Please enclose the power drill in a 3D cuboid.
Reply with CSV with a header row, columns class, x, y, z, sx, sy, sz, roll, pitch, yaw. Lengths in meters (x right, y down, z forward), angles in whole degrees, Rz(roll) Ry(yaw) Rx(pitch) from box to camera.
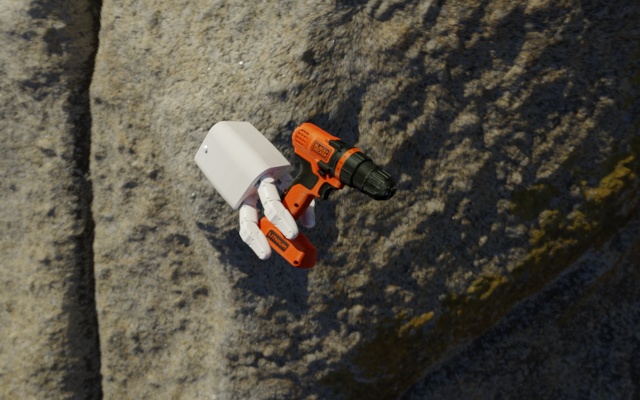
class,x,y,z,sx,sy,sz,roll,pitch,yaw
power drill,0.000,0.003,0.692,0.184,0.188,0.057,37,13,32
